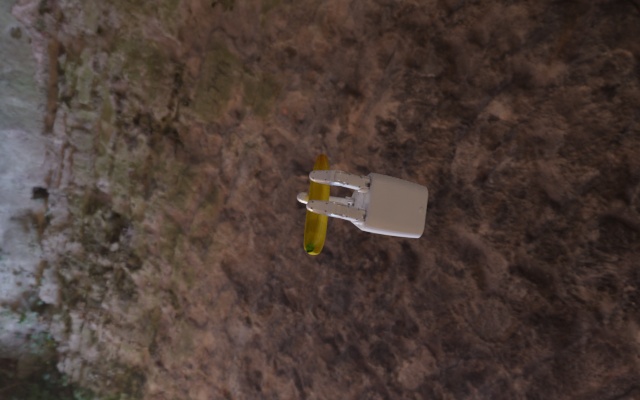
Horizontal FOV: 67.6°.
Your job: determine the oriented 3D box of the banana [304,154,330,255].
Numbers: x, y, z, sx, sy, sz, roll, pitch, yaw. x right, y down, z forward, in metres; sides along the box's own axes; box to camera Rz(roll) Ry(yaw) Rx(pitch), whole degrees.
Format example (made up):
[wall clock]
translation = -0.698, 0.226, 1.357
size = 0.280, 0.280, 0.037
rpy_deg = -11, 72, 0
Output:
[banana]
translation = -0.004, 0.015, 0.815
size = 0.037, 0.197, 0.070
rpy_deg = 9, -34, -6
